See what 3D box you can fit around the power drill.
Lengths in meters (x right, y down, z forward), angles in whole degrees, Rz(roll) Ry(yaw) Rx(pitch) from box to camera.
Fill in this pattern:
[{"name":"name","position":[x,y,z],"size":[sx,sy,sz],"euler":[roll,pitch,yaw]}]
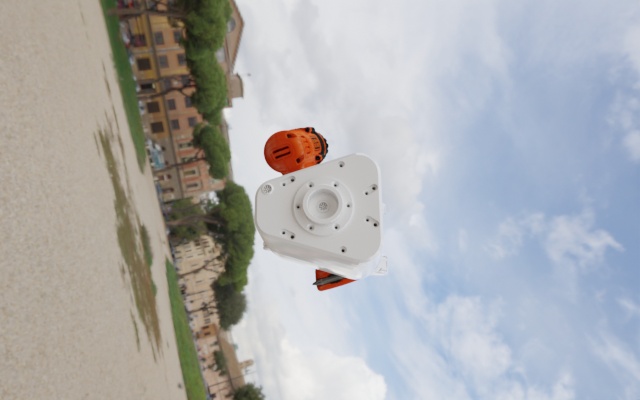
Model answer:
[{"name":"power drill","position":[0.000,0.002,0.577],"size":[0.057,0.187,0.184],"euler":[-21,3,15]}]
